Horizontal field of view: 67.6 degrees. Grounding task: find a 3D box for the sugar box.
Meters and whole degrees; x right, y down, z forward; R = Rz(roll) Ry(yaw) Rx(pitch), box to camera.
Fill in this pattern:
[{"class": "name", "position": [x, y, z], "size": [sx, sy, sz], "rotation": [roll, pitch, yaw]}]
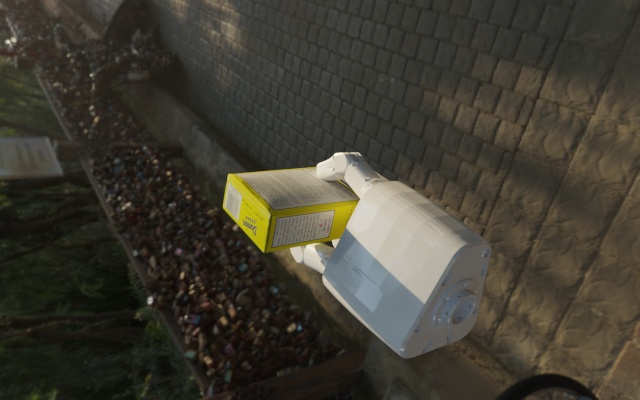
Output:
[{"class": "sugar box", "position": [0.000, 0.002, 0.493], "size": [0.176, 0.048, 0.093], "rotation": [-4, 29, -36]}]
